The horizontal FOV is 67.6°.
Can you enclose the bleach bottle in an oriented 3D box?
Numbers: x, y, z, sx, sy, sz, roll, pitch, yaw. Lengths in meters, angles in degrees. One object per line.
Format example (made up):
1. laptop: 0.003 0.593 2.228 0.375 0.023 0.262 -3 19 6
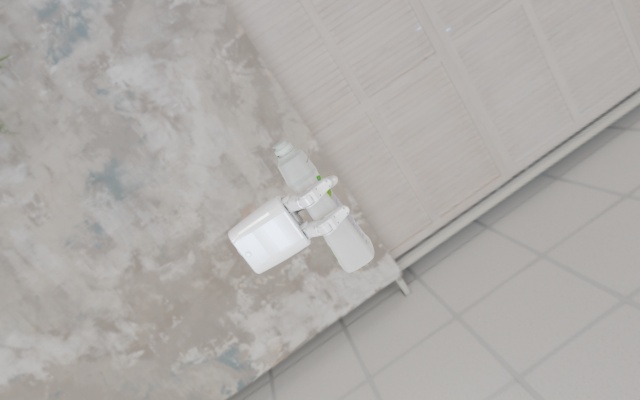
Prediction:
1. bleach bottle: 0.000 0.003 0.826 0.068 0.251 0.102 -33 16 5
